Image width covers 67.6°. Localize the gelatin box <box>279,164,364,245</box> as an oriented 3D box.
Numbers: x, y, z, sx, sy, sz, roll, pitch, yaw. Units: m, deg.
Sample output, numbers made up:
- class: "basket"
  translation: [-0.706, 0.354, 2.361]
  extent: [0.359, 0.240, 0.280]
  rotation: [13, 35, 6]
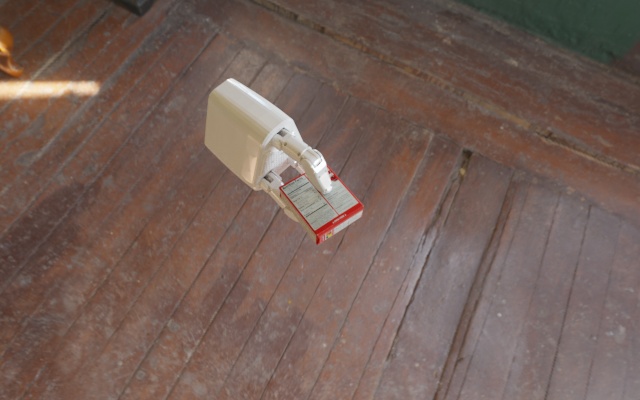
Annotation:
- class: "gelatin box"
  translation: [0.000, 0.002, 0.616]
  extent: [0.073, 0.089, 0.030]
  rotation: [-31, -27, -18]
